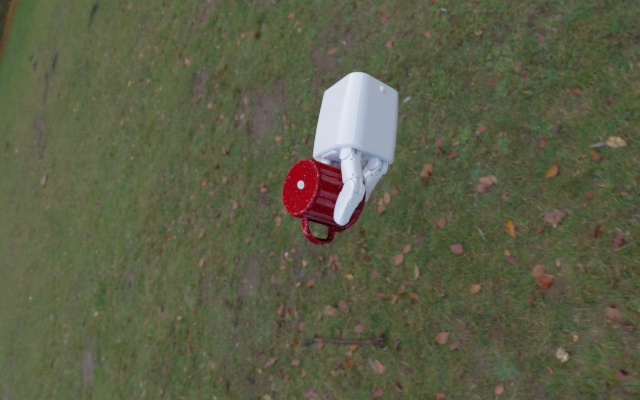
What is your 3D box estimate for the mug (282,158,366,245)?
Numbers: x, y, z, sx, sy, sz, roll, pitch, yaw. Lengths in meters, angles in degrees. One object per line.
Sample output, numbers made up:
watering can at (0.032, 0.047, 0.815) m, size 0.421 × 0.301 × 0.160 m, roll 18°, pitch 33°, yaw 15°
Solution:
mug at (0.000, 0.004, 0.655) m, size 0.081 × 0.117 × 0.093 m, roll 17°, pitch -16°, yaw -38°
